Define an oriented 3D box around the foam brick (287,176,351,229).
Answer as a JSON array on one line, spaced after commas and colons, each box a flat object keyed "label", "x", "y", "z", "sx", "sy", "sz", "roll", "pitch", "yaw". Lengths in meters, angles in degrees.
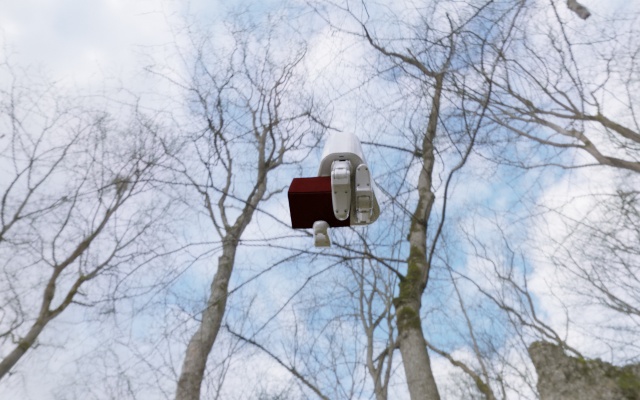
[{"label": "foam brick", "x": 0.000, "y": 0.002, "z": 0.619, "sx": 0.078, "sy": 0.053, "sz": 0.051, "roll": -2, "pitch": 26, "yaw": 4}]
